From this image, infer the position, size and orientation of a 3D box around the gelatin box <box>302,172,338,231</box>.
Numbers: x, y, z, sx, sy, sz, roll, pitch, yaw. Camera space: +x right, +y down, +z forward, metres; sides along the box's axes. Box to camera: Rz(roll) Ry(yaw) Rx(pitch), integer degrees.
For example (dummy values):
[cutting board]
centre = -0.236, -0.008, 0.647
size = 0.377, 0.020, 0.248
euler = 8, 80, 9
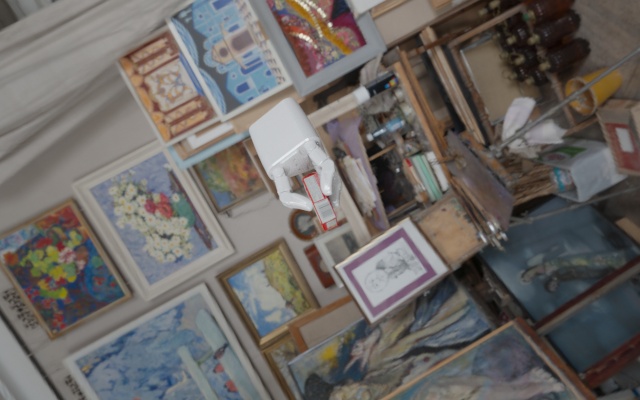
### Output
[gelatin box]
centre = 0.000, 0.003, 0.824
size = 0.030, 0.089, 0.073
euler = -24, -14, -2
